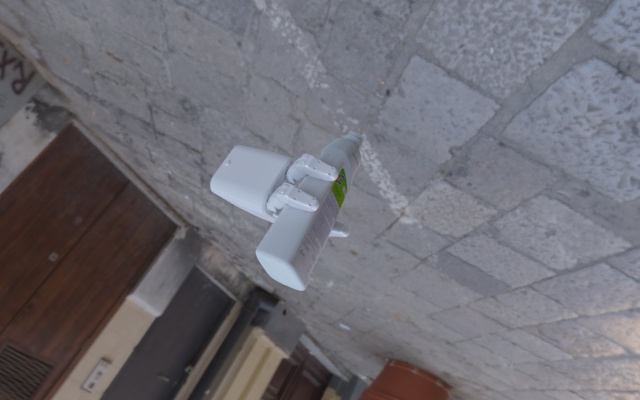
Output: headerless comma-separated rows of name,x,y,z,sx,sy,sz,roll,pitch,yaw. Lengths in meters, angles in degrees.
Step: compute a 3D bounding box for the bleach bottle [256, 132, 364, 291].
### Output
bleach bottle,0.000,0.002,0.717,0.068,0.250,0.103,19,-27,25
